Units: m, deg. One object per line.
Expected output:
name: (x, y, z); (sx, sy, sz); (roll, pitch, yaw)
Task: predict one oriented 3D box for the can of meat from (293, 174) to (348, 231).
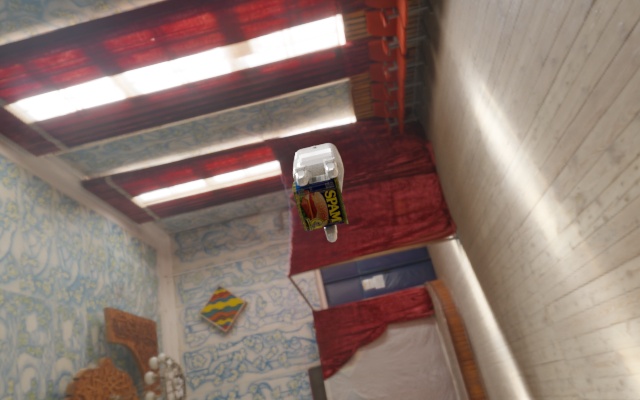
can of meat: (0.000, 0.003, 0.886); (0.084, 0.102, 0.057); (-13, 32, 3)
